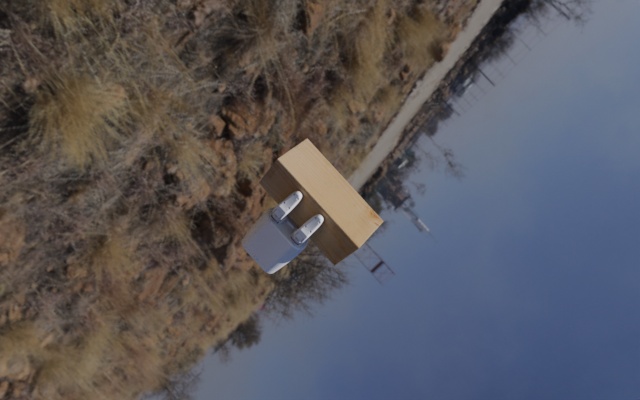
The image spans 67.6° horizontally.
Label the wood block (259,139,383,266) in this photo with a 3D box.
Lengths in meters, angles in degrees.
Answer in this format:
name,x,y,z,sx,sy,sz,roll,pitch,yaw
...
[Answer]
name,x,y,z,sx,sy,sz,roll,pitch,yaw
wood block,0.000,0.003,0.869,0.090,0.206,0.090,-41,-2,-41
